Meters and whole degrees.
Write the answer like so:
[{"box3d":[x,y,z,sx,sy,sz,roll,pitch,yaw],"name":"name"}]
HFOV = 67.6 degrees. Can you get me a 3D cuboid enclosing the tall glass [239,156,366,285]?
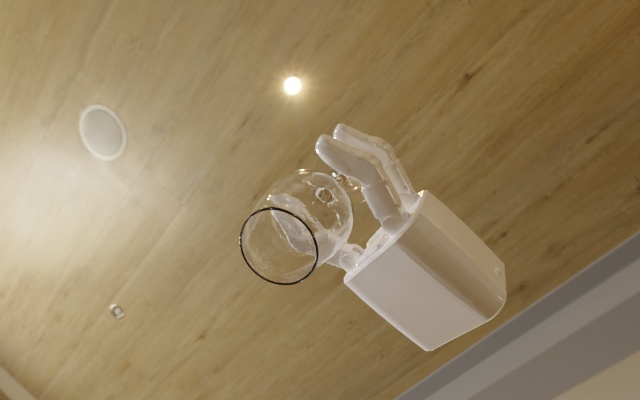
[{"box3d":[0.000,0.001,0.431,0.079,0.079,0.201,0,19,20],"name":"tall glass"}]
